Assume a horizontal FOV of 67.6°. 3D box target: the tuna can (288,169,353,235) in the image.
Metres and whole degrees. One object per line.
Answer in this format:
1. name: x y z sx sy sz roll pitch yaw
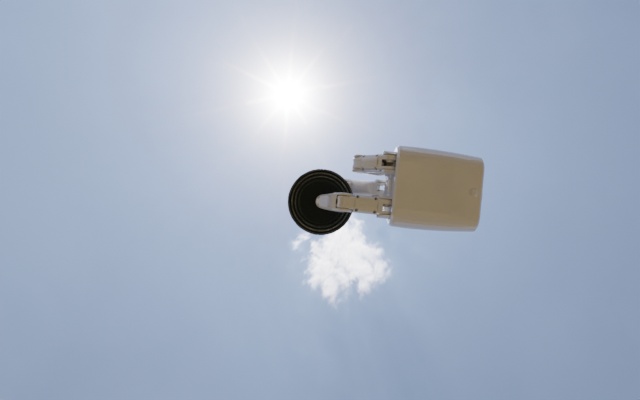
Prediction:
1. tuna can: 0.000 0.002 0.633 0.086 0.086 0.034 0 0 -2
